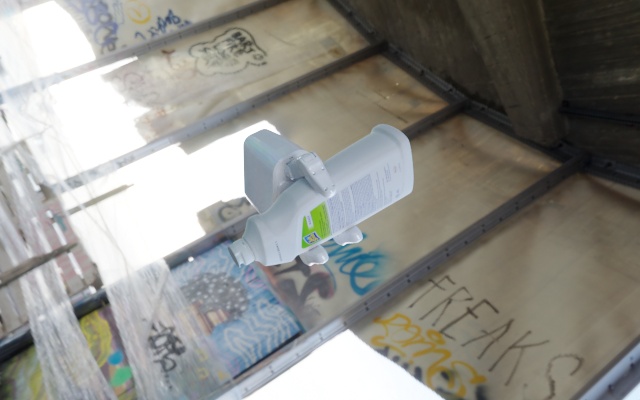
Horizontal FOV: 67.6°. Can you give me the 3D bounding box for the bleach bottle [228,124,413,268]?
[{"bbox_3d":[0.000,0.002,0.592,0.251,0.103,0.068,-29,39,-20],"label":"bleach bottle"}]
